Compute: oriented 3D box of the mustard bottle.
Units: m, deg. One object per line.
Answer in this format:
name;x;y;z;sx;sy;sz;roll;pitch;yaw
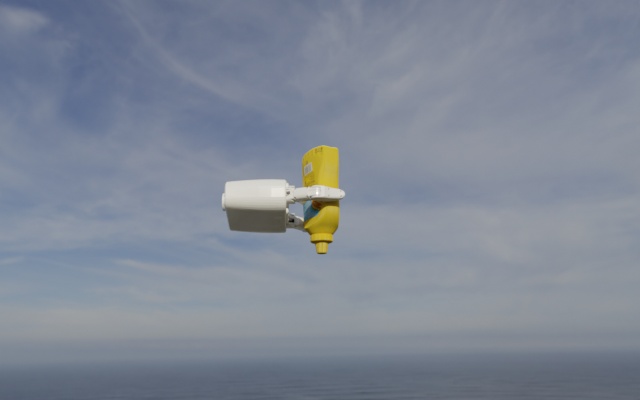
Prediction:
mustard bottle;0.000;0.003;0.878;0.058;0.191;0.096;8;-18;-27
